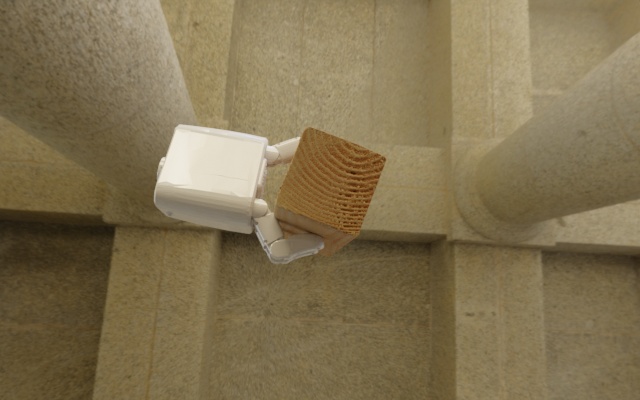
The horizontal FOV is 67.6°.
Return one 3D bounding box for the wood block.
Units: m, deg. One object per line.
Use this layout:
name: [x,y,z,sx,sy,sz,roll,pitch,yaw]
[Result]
wood block: [0.000,0.001,0.569,0.090,0.090,0.206,21,-13,-2]
